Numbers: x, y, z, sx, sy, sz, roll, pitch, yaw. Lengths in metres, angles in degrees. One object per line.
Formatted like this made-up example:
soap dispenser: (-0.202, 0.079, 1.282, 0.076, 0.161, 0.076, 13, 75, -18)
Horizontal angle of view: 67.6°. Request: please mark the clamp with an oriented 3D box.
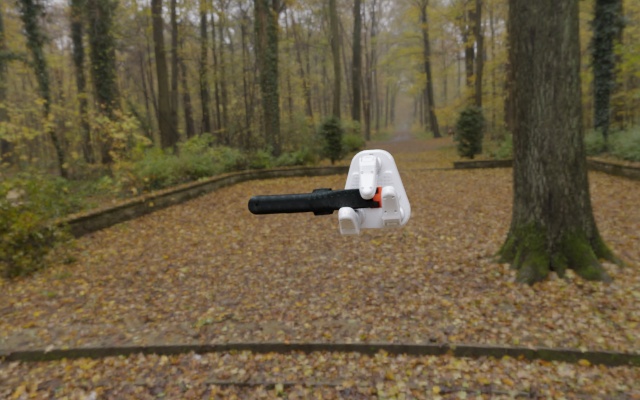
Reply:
clamp: (0.000, 0.001, 0.647, 0.171, 0.039, 0.120, -2, 4, 11)
